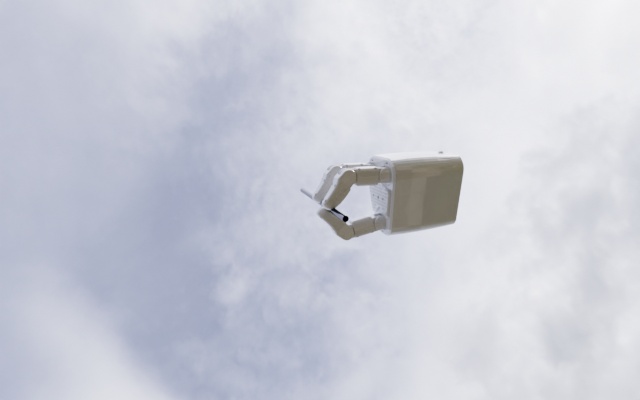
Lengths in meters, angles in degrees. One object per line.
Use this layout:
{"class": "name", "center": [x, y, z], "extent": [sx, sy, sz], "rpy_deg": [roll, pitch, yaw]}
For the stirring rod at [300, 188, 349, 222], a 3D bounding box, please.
{"class": "stirring rod", "center": [0.000, 0.002, 0.681], "extent": [0.011, 0.011, 0.239], "rpy_deg": [0, 9, -15]}
